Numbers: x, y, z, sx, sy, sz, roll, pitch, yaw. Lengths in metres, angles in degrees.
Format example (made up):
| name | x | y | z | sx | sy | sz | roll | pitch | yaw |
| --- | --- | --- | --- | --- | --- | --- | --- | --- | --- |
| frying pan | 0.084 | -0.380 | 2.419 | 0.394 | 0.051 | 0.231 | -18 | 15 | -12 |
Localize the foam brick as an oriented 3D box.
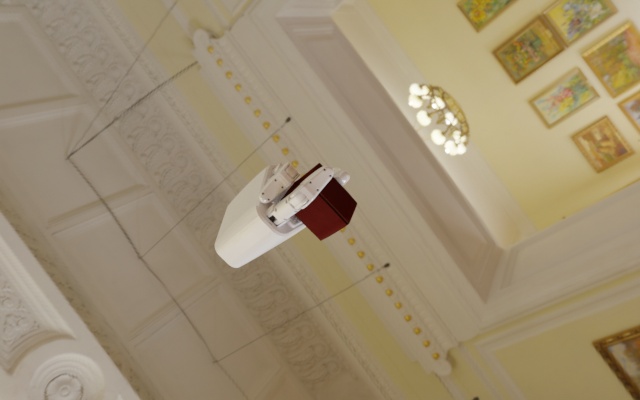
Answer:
| name | x | y | z | sx | sy | sz | roll | pitch | yaw |
| --- | --- | --- | --- | --- | --- | --- | --- | --- | --- |
| foam brick | 0.000 | 0.002 | 0.618 | 0.051 | 0.078 | 0.053 | -37 | 12 | 33 |
